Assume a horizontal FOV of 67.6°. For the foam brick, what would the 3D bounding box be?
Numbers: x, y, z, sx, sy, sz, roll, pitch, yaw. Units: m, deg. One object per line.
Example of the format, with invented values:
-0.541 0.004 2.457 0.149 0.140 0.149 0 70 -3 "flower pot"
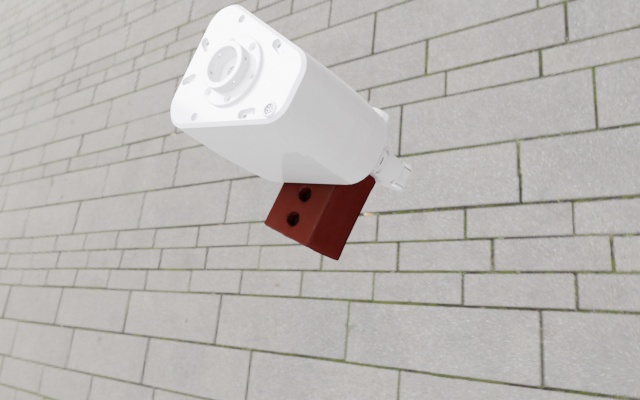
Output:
0.000 0.002 0.400 0.053 0.078 0.051 24 -2 36 "foam brick"
